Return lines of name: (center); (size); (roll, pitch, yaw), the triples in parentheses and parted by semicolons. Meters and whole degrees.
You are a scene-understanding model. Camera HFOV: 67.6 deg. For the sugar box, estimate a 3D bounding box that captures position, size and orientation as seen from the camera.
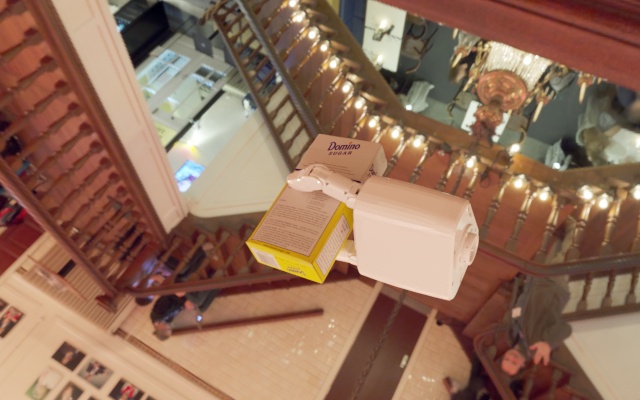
sugar box: (0.000, 0.002, 0.554); (0.093, 0.176, 0.048); (14, -35, 31)
